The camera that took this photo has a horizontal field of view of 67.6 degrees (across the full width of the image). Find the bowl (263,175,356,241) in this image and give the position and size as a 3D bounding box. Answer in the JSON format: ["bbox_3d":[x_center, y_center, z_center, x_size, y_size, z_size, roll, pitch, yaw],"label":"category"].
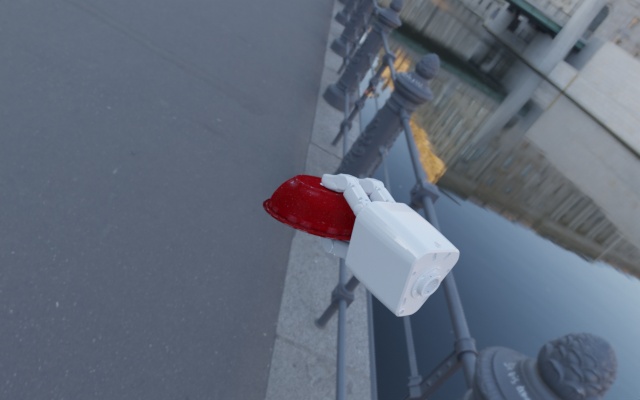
[{"bbox_3d":[-0.001,0.001,0.701,0.162,0.055,0.162,15,13,-4],"label":"bowl"}]
